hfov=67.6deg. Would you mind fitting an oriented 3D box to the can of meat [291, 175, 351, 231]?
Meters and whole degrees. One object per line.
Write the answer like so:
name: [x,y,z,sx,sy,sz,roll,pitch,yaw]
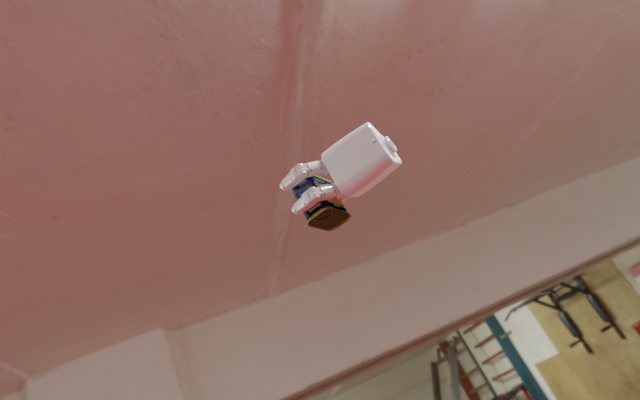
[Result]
can of meat: [0.000,0.003,0.891,0.057,0.084,0.102,-37,-27,20]
